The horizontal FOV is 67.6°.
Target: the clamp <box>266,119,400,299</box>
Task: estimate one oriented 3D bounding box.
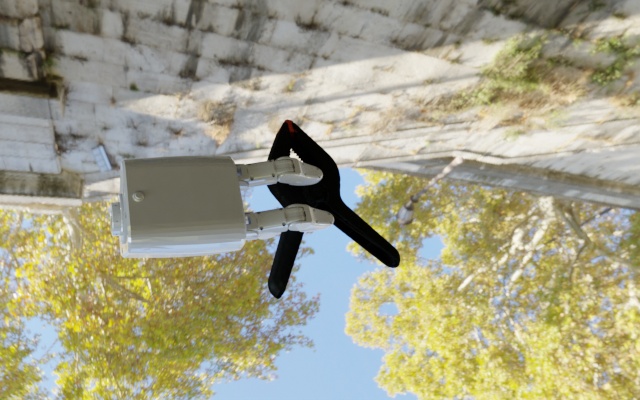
[{"bbox_3d":[-0.001,0.002,0.550,0.164,0.210,0.036,-1,-26,-29],"label":"clamp"}]
